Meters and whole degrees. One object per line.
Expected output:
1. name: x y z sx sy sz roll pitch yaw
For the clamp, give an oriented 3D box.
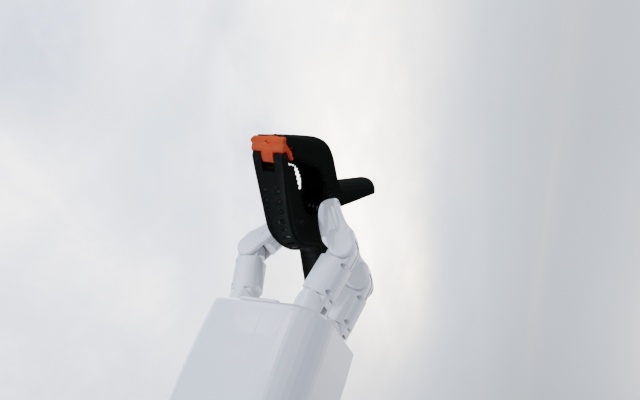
1. clamp: -0.001 0.001 0.421 0.036 0.164 0.210 6 -33 25
